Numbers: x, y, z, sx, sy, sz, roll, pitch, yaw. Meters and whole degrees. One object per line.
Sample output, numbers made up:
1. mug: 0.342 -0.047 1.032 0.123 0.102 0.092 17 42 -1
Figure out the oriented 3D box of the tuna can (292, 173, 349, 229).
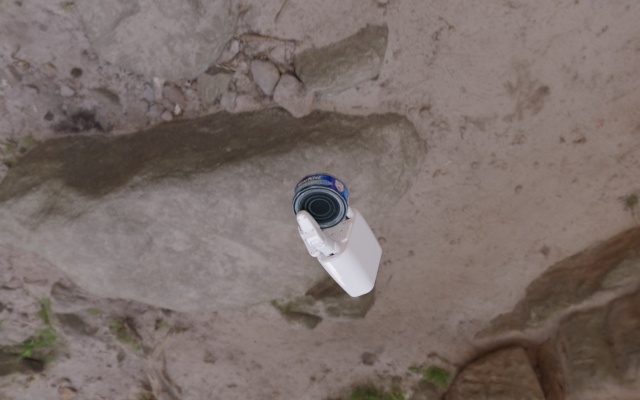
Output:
1. tuna can: 0.000 0.003 0.725 0.086 0.086 0.033 0 38 6
